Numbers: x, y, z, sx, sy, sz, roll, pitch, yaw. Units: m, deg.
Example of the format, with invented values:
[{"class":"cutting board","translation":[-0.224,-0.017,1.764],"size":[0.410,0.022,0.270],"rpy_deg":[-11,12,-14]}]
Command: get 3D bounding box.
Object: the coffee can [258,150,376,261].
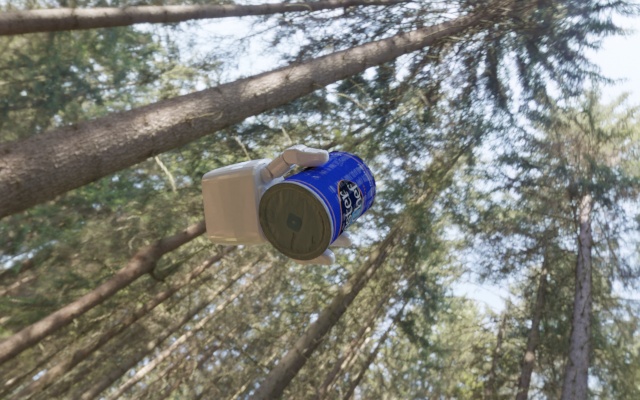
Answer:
[{"class":"coffee can","translation":[0.000,0.002,0.628],"size":[0.103,0.103,0.140],"rpy_deg":[0,21,31]}]
